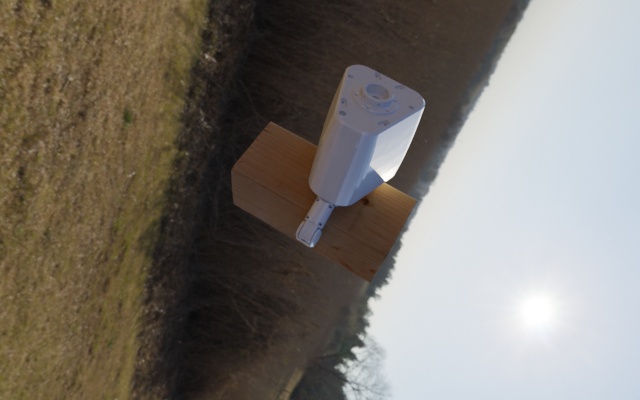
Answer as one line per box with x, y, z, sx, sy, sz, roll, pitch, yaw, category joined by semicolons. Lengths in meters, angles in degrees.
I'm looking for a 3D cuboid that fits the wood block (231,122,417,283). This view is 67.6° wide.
0.000;0.002;0.599;0.206;0.090;0.090;29;-29;9;wood block
